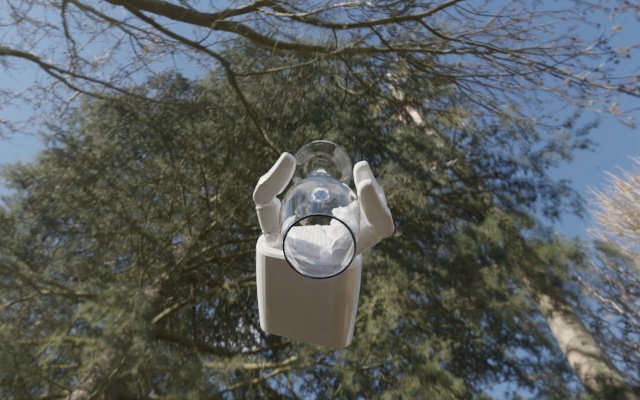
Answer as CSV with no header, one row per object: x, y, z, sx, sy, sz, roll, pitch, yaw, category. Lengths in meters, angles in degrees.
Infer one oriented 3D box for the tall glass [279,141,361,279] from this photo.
0.000,0.001,0.488,0.079,0.079,0.201,0,22,1,tall glass
